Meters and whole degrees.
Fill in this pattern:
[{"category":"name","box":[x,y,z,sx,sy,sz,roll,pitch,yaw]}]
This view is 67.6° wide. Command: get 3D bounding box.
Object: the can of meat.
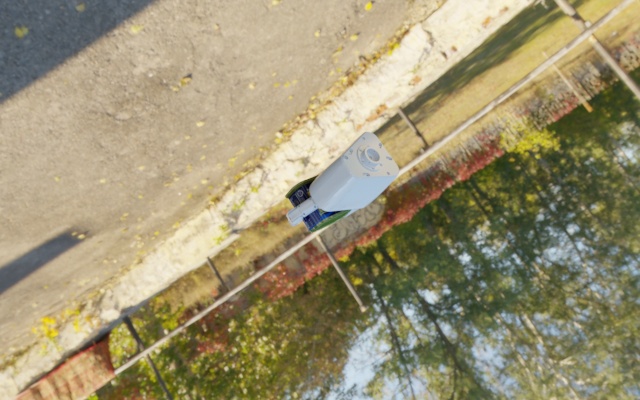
[{"category":"can of meat","box":[0.000,0.003,0.869,0.102,0.084,0.057,-24,-14,-44]}]
